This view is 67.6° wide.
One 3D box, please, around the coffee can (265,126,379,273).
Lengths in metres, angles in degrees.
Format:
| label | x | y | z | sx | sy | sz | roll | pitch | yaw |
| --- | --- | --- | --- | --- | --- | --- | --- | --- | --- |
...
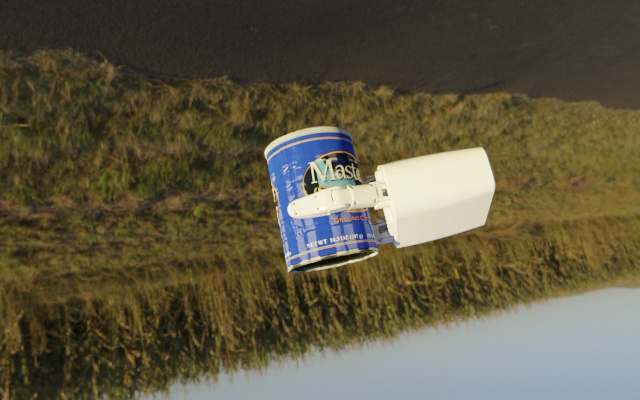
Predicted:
| label | x | y | z | sx | sy | sz | roll | pitch | yaw |
| --- | --- | --- | --- | --- | --- | --- | --- | --- | --- |
| coffee can | 0.000 | 0.002 | 0.538 | 0.103 | 0.140 | 0.103 | -11 | -14 | -3 |
